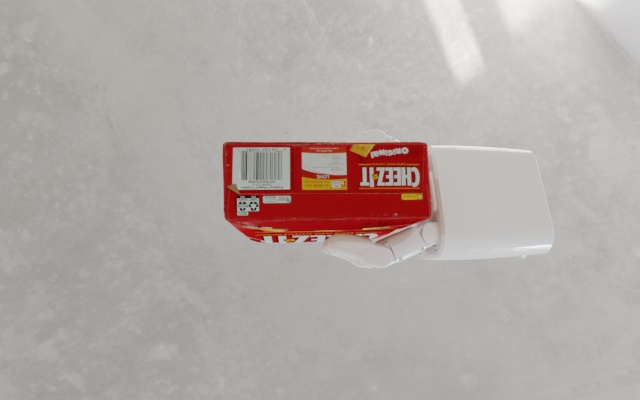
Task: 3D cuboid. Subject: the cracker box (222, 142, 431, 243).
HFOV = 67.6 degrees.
[{"bbox_3d":[0.000,0.001,0.473,0.164,0.072,0.214,-1,-9,-3],"label":"cracker box"}]
